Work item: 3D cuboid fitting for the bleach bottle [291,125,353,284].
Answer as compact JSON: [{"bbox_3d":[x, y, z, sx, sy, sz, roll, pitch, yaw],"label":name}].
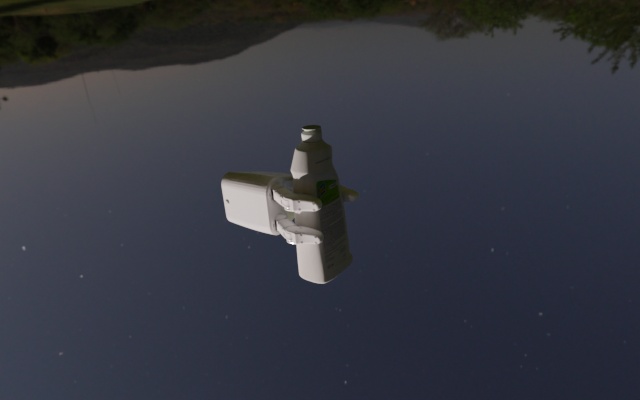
[{"bbox_3d":[0.000,0.003,0.770,0.068,0.251,0.102,11,27,33],"label":"bleach bottle"}]
